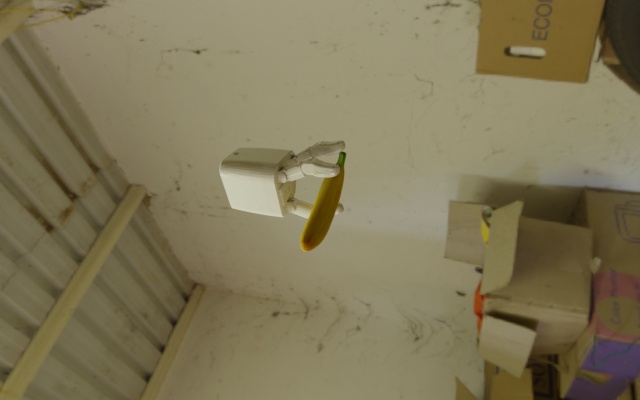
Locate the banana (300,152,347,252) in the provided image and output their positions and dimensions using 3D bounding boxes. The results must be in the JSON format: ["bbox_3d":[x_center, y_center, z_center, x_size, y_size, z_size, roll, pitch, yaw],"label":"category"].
[{"bbox_3d":[0.003,0.011,0.768,0.037,0.197,0.070,9,-36,15],"label":"banana"}]
